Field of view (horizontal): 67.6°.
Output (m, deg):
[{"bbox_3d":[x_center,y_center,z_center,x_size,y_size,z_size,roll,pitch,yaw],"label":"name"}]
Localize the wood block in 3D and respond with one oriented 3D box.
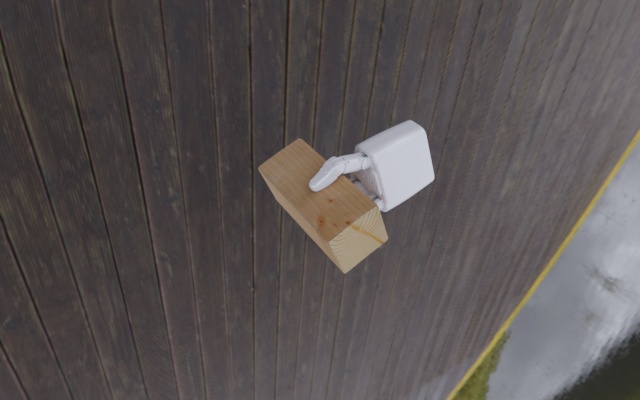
[{"bbox_3d":[0.000,0.002,0.749,0.090,0.091,0.206,-37,49,-11],"label":"wood block"}]
